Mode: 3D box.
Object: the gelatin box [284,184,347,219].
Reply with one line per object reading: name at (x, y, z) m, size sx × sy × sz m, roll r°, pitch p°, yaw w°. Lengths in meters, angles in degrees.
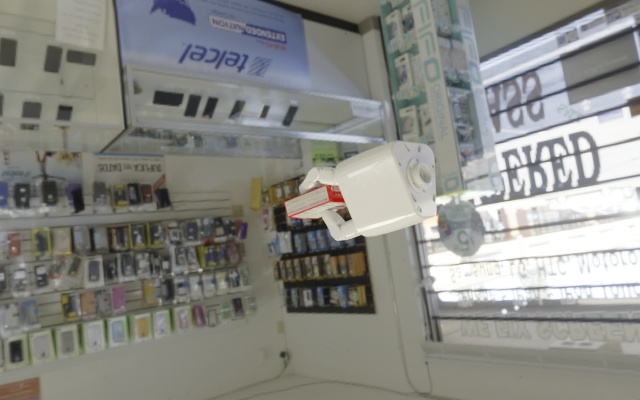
gelatin box at (0.000, 0.003, 0.750) m, size 0.089 × 0.030 × 0.073 m, roll -22°, pitch -15°, yaw 33°
